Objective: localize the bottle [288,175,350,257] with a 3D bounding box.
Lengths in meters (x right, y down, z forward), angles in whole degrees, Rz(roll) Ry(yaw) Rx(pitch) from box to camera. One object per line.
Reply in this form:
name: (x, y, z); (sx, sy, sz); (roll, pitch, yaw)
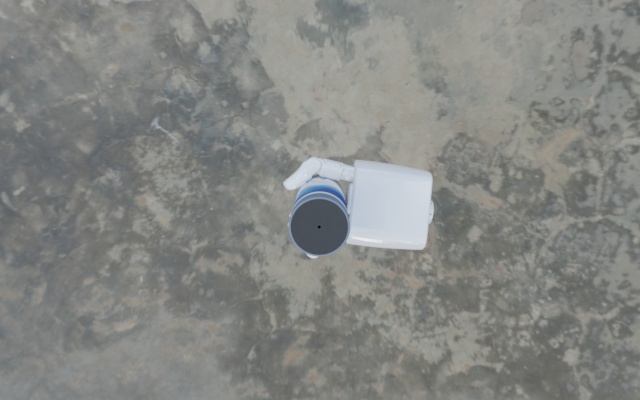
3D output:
bottle: (0.000, 0.002, 0.655); (0.069, 0.069, 0.295); (0, 10, 1)
